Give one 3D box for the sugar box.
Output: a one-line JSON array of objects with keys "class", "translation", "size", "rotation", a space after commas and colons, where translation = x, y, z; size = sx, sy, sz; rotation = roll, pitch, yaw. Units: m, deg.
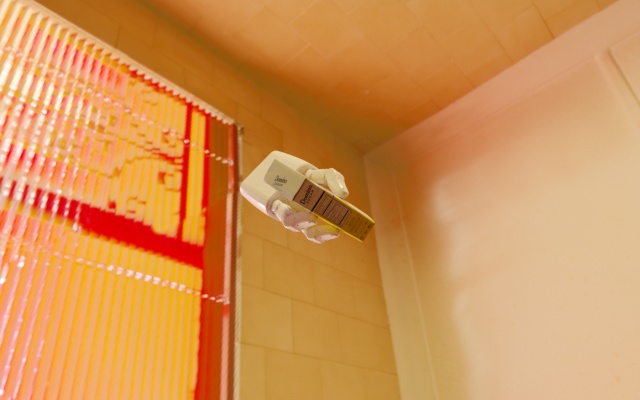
[{"class": "sugar box", "translation": [0.000, 0.003, 0.751], "size": [0.176, 0.048, 0.093], "rotation": [28, 3, -41]}]
